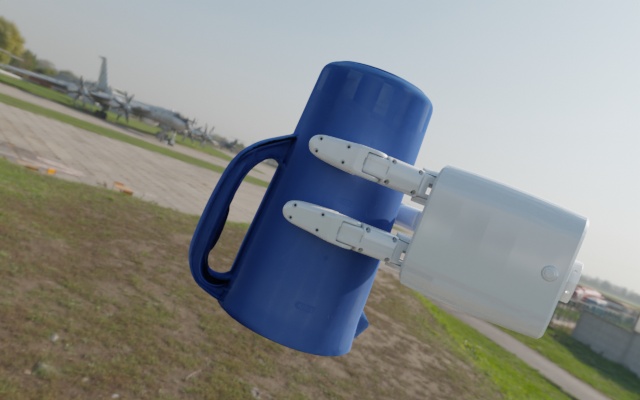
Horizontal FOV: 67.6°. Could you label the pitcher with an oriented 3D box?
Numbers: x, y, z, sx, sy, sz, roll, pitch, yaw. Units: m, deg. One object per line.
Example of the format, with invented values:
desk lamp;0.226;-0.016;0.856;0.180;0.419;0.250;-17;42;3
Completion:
pitcher;0.000;0.001;0.434;0.145;0.243;0.149;23;3;25
